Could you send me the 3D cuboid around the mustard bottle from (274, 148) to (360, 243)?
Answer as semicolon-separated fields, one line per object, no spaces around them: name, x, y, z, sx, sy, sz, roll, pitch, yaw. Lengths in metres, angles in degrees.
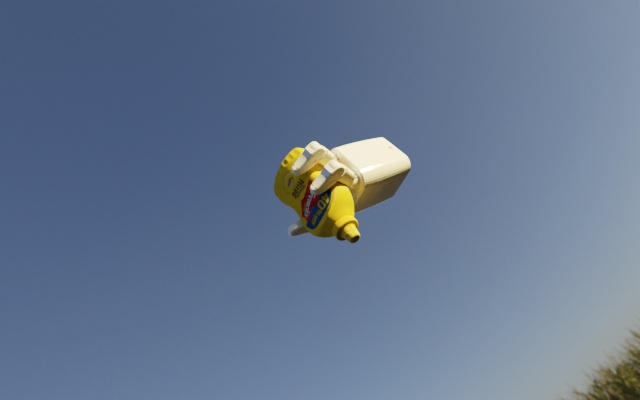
mustard bottle;0.000;0.002;0.760;0.058;0.096;0.191;7;30;-45
